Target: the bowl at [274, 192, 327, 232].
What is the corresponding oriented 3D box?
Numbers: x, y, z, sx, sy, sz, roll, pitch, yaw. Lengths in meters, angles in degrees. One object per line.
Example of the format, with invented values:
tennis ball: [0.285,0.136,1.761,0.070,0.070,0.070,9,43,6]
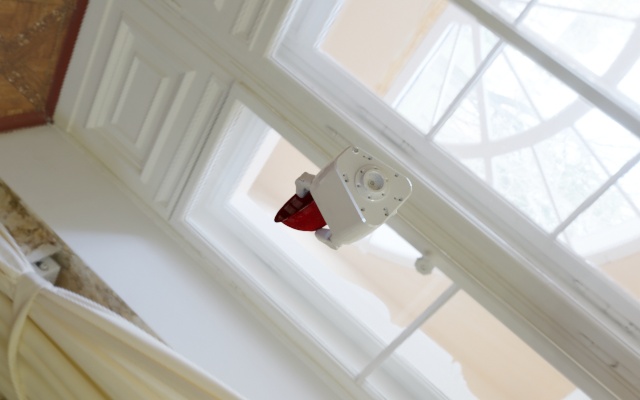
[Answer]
bowl: [0.000,0.003,0.802,0.162,0.055,0.162,-37,13,10]
